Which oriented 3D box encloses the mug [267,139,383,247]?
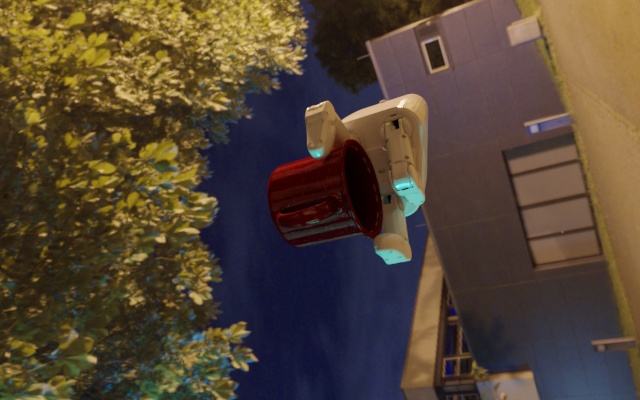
[{"bbox_3d":[-0.001,0.002,0.437,0.081,0.093,0.117,-14,13,24],"label":"mug"}]
